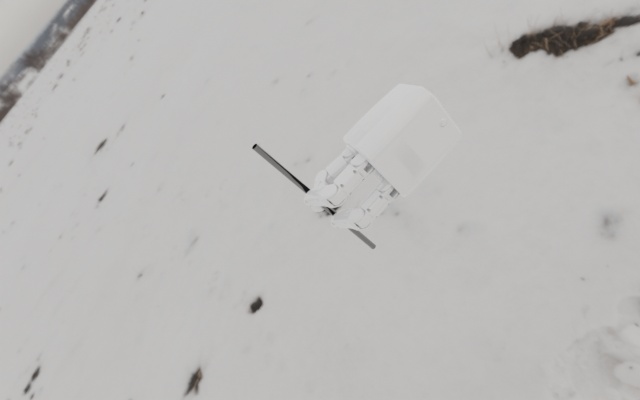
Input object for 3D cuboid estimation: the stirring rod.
[{"bbox_3d":[0.000,0.002,0.617,0.011,0.011,0.240,0,-32,48],"label":"stirring rod"}]
